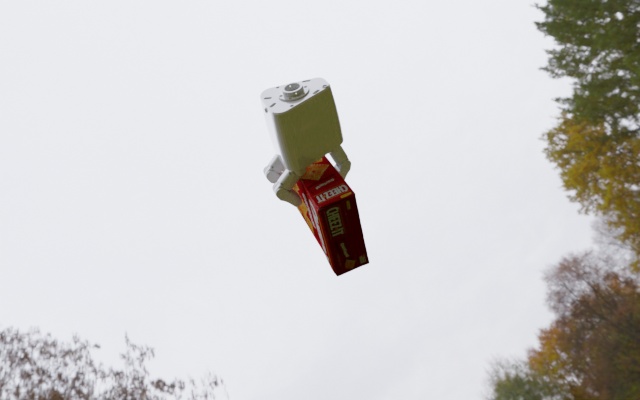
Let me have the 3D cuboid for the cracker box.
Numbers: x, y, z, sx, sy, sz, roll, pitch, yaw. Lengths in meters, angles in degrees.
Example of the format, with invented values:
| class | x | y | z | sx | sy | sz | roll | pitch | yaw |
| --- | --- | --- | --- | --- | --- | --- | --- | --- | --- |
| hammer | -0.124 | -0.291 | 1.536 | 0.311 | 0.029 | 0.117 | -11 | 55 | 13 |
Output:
| class | x | y | z | sx | sy | sz | roll | pitch | yaw |
| --- | --- | --- | --- | --- | --- | --- | --- | --- | --- |
| cracker box | 0.000 | 0.003 | 0.840 | 0.072 | 0.164 | 0.213 | -23 | 41 | -9 |
